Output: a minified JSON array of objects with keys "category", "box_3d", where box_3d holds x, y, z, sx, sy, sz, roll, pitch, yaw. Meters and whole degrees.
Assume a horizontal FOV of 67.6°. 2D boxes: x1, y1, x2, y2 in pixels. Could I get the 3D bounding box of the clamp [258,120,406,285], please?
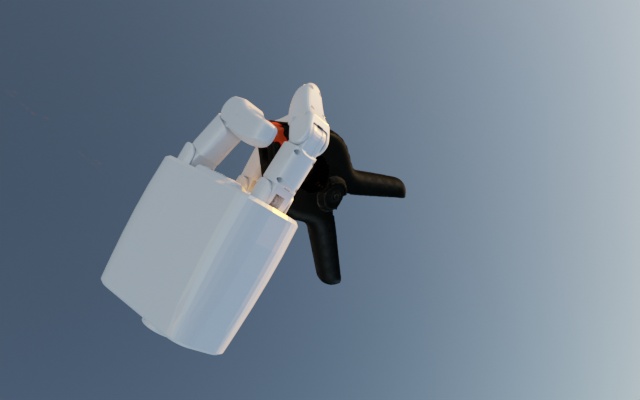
[{"category":"clamp","box_3d":[0.000,0.001,0.405,0.171,0.120,0.039,34,-9,-41]}]
